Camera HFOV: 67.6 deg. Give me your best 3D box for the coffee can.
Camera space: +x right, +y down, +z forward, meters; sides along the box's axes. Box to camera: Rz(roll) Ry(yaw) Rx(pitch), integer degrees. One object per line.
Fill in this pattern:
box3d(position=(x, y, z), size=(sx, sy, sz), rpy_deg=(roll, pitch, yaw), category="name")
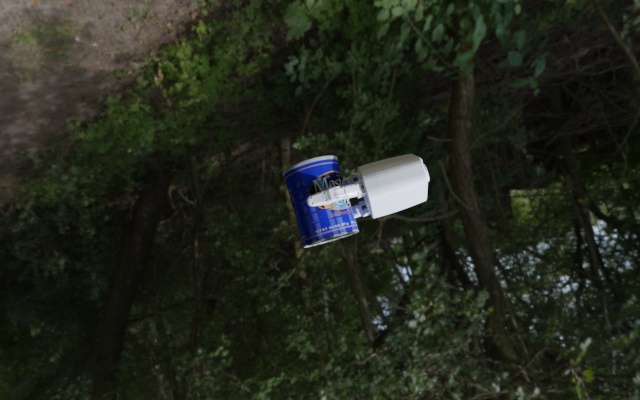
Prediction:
box3d(position=(0.000, 0.003, 0.851), size=(0.103, 0.140, 0.103), rpy_deg=(-16, -8, -2), category="coffee can")
